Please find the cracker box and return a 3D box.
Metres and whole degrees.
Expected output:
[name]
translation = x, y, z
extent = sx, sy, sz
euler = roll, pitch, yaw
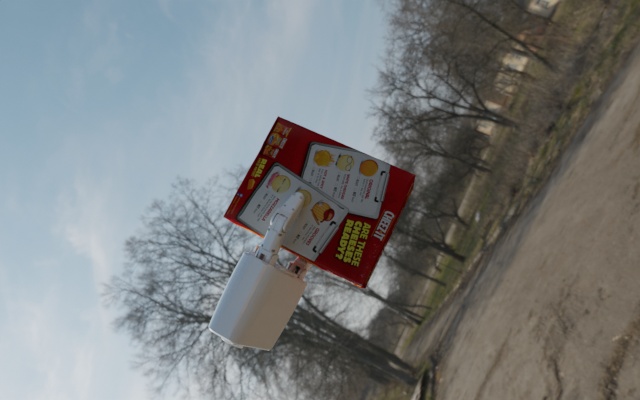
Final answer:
[cracker box]
translation = 0.000, 0.002, 0.665
extent = 0.213, 0.164, 0.072
euler = 25, -9, 14
